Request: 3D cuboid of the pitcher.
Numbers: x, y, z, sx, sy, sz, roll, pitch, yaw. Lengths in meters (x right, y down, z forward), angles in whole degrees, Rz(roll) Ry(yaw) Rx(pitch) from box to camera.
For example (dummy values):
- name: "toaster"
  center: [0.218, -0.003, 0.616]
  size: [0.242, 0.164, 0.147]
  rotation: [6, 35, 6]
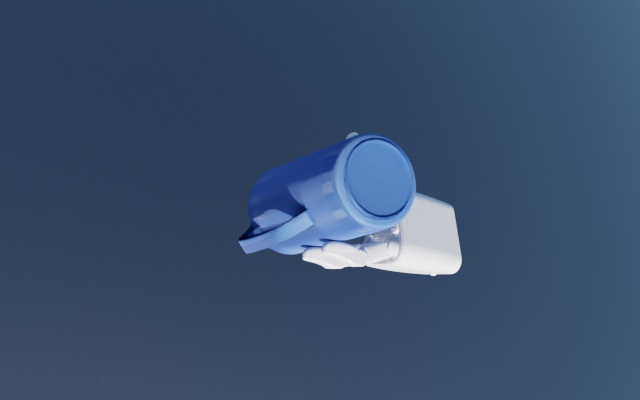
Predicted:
- name: "pitcher"
  center: [0.000, 0.002, 0.612]
  size: [0.145, 0.149, 0.243]
  rotation: [16, -16, -25]
